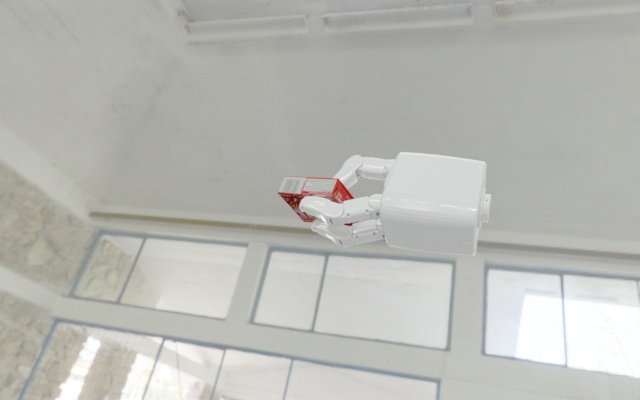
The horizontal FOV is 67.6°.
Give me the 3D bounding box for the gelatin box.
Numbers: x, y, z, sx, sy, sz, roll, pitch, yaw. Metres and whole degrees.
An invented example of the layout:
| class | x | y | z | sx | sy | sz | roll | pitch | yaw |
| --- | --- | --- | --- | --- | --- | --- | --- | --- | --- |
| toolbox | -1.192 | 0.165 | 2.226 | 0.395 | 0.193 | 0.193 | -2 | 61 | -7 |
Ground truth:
| class | x | y | z | sx | sy | sz | roll | pitch | yaw |
| --- | --- | --- | --- | --- | --- | --- | --- | --- | --- |
| gelatin box | 0.000 | 0.002 | 0.619 | 0.089 | 0.030 | 0.073 | 4 | -31 | 35 |
